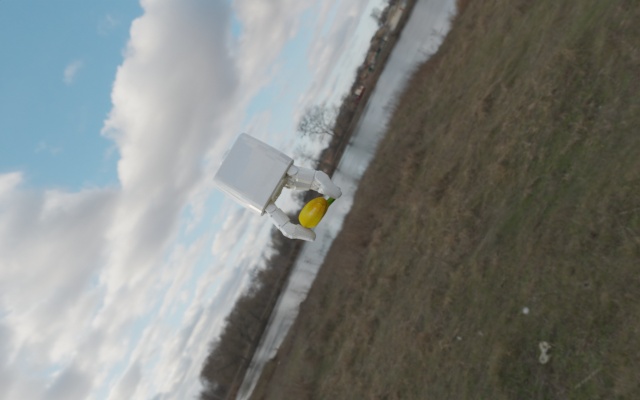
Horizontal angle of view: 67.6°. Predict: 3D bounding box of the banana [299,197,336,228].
[{"bbox_3d":[-0.010,0.018,0.829,0.037,0.069,0.198,35,5,2],"label":"banana"}]
